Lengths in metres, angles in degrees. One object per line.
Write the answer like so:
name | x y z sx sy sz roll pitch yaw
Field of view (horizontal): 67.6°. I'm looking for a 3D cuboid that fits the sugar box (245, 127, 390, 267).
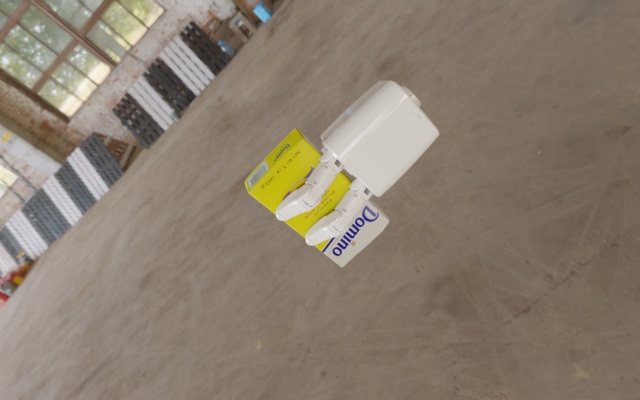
sugar box | 0.000 0.002 0.600 0.176 0.093 0.048 41 10 -28
